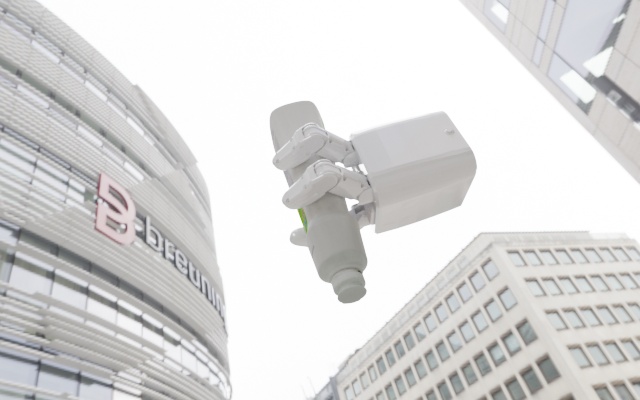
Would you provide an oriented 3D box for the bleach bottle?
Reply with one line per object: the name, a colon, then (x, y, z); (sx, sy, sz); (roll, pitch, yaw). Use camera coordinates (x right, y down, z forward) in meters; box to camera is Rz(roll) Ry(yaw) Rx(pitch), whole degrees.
bleach bottle: (0.000, 0.002, 0.517); (0.068, 0.250, 0.103); (-16, -41, -3)
